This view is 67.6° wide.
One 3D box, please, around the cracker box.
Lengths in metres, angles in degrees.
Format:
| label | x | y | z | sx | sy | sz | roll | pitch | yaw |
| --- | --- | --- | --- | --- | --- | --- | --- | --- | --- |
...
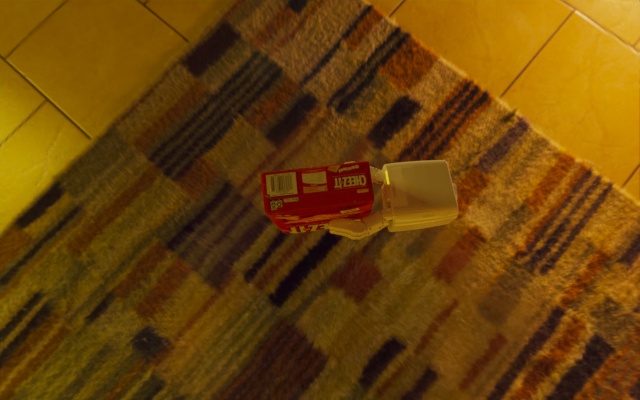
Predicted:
| label | x | y | z | sx | sy | sz | roll | pitch | yaw |
| --- | --- | --- | --- | --- | --- | --- | --- | --- | --- |
| cracker box | 0.000 | 0.002 | 0.797 | 0.164 | 0.072 | 0.214 | -7 | -12 | 1 |
